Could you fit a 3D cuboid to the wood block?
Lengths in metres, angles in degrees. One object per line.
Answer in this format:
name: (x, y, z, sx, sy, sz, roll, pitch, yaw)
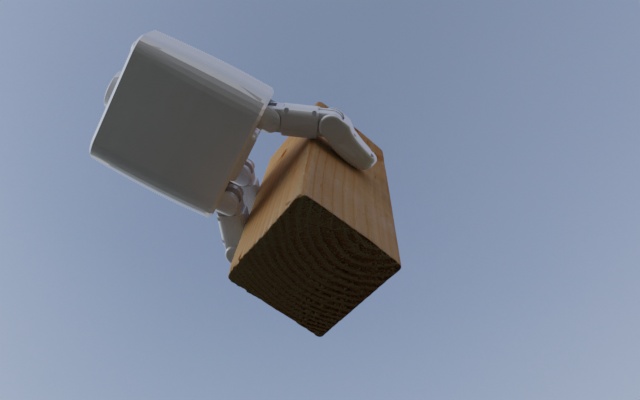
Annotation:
wood block: (0.000, 0.001, 0.418, 0.090, 0.091, 0.206, 36, 24, -15)
